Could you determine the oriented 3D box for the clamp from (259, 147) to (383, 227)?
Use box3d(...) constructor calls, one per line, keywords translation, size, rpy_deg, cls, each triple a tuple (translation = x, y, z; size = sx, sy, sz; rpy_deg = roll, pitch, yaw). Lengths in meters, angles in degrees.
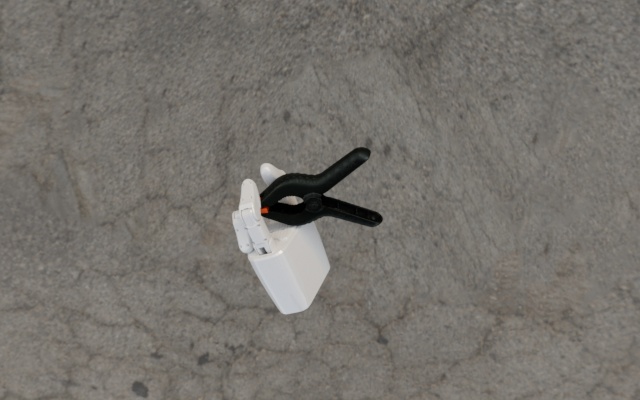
box3d(translation=(0.000, 0.002, 0.634), size=(0.171, 0.120, 0.039), rpy_deg=(-15, 28, 16), cls="clamp")
